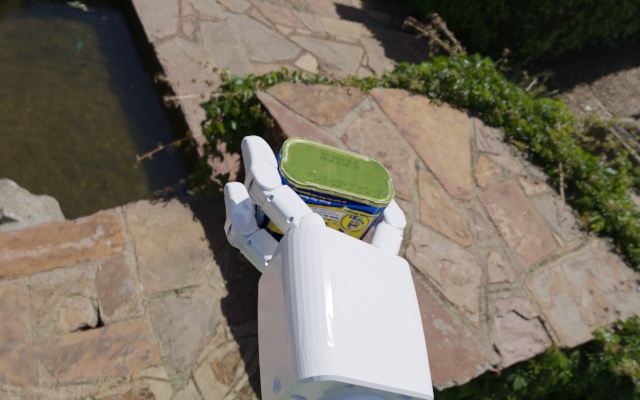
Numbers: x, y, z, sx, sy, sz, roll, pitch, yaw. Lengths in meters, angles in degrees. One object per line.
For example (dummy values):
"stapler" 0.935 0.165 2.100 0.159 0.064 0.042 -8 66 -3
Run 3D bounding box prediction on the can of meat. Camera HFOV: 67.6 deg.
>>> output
"can of meat" 0.000 0.001 0.405 0.102 0.057 0.084 13 -43 -17
